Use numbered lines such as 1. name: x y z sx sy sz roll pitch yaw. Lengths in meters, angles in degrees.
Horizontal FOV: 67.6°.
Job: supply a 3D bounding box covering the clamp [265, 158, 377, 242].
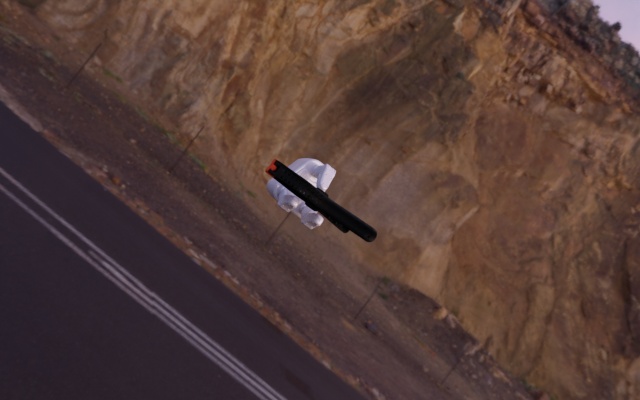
1. clamp: 0.000 0.002 0.817 0.210 0.036 0.164 38 -7 -18
